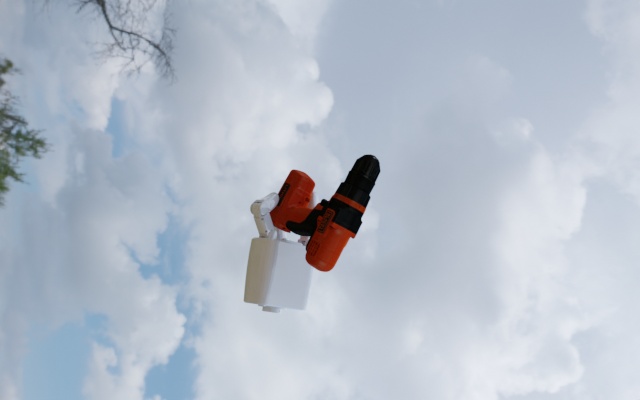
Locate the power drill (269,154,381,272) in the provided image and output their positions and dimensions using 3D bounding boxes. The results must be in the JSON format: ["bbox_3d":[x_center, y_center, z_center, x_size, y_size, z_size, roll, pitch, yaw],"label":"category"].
[{"bbox_3d":[0.000,0.003,0.748,0.057,0.184,0.187,31,-5,-32],"label":"power drill"}]
